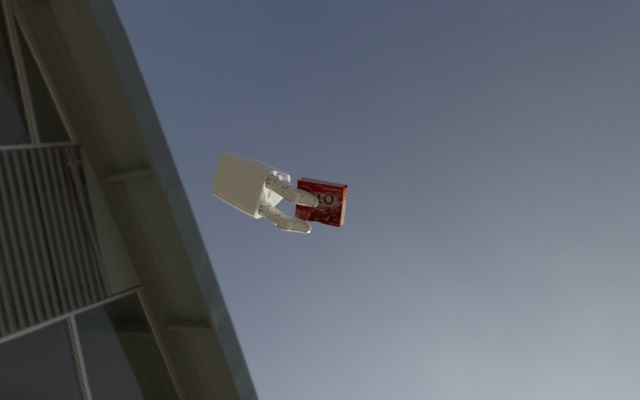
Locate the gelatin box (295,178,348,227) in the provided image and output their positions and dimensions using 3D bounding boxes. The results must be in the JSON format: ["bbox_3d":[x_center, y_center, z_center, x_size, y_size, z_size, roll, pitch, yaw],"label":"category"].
[{"bbox_3d":[0.001,0.003,0.851,0.089,0.073,0.030,10,16,18],"label":"gelatin box"}]
